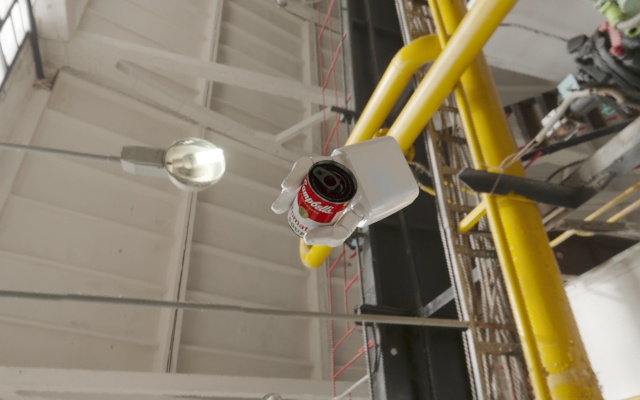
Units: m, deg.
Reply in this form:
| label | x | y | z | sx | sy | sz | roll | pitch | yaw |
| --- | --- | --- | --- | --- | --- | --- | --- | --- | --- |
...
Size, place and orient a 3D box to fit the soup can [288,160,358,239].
| label | x | y | z | sx | sy | sz | roll | pitch | yaw |
| --- | --- | --- | --- | --- | --- | --- | --- | --- | --- |
| soup can | 0.000 | 0.003 | 0.648 | 0.068 | 0.068 | 0.102 | 0 | -33 | -22 |
